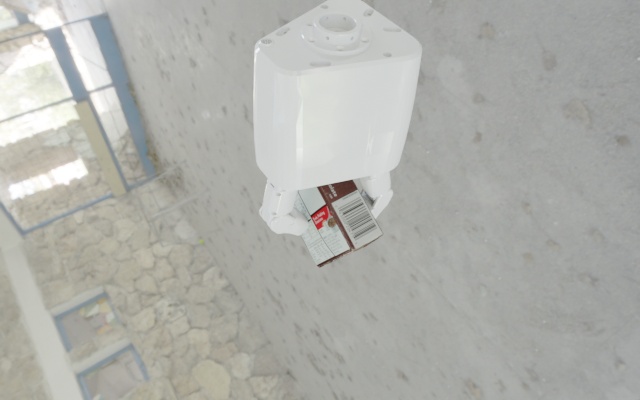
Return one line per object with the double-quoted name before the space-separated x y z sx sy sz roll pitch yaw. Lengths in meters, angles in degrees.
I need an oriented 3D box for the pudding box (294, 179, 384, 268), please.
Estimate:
"pudding box" 0.000 0.002 0.456 0.039 0.113 0.090 -25 -6 -26
